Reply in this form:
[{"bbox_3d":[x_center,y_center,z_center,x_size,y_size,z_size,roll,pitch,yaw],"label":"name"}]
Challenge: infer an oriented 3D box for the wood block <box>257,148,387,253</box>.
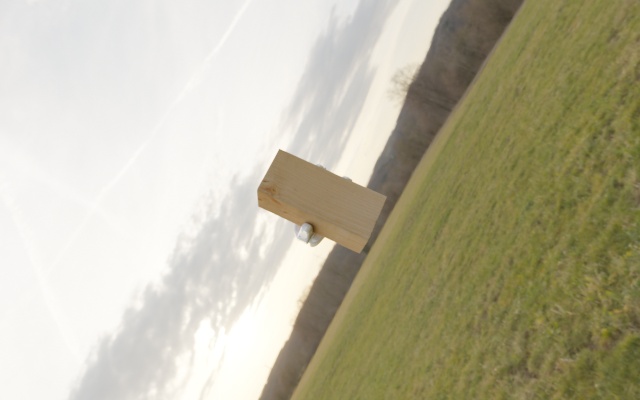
[{"bbox_3d":[0.000,0.003,0.850,0.206,0.090,0.090,24,-22,4],"label":"wood block"}]
